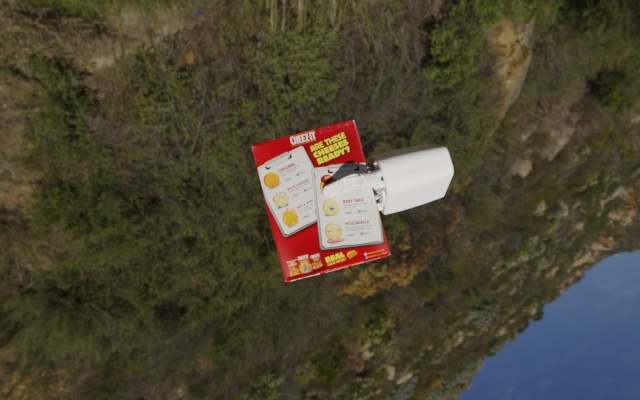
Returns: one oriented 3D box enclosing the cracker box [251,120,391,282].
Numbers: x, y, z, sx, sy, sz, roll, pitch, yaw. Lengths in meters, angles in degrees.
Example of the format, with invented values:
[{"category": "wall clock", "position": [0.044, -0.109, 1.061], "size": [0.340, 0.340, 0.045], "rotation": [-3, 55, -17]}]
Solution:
[{"category": "cracker box", "position": [0.000, 0.003, 0.741], "size": [0.164, 0.213, 0.072], "rotation": [-14, -7, -2]}]
